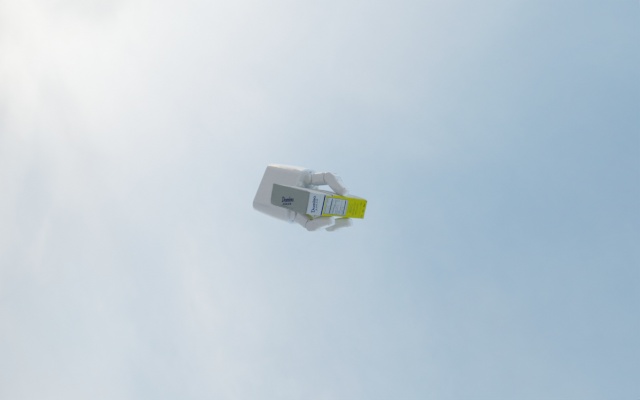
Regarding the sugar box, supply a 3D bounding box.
[{"bbox_3d":[0.000,0.003,0.895,0.093,0.048,0.176,14,7,40],"label":"sugar box"}]
